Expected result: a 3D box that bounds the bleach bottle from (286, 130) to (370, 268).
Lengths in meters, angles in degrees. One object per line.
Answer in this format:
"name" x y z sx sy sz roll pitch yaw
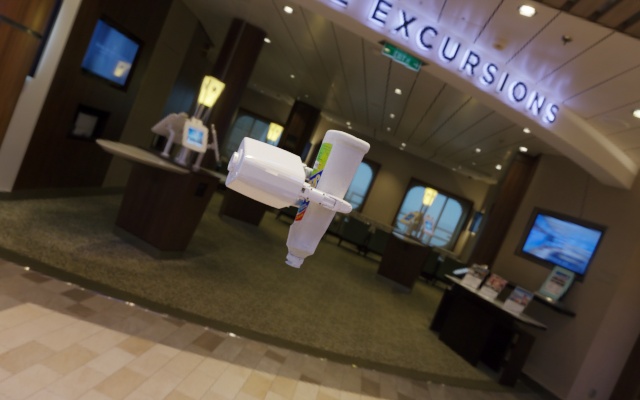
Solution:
"bleach bottle" 0.000 0.003 0.850 0.068 0.251 0.102 22 4 -18
